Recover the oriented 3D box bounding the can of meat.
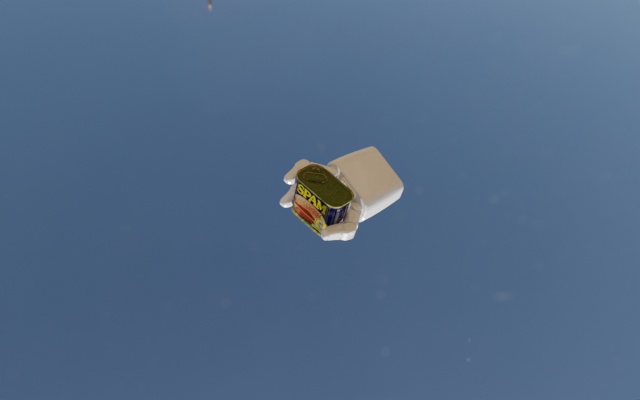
[{"bbox_3d":[0.000,0.003,0.808,0.057,0.084,0.102,-30,59,-36],"label":"can of meat"}]
